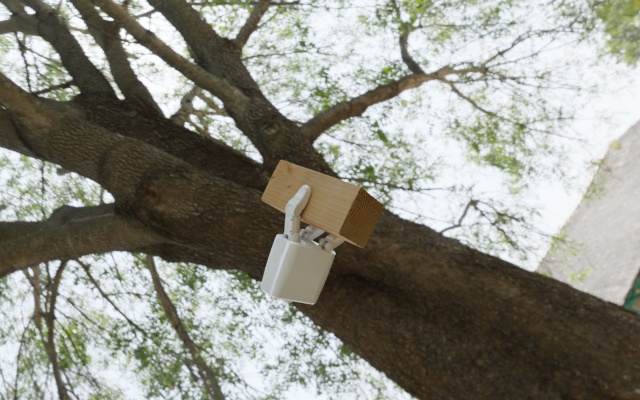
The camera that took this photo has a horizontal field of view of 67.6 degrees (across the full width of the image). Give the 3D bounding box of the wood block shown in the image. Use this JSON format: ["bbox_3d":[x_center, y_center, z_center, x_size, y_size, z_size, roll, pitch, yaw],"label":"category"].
[{"bbox_3d":[0.000,0.003,0.891,0.206,0.090,0.091,21,-8,40],"label":"wood block"}]
